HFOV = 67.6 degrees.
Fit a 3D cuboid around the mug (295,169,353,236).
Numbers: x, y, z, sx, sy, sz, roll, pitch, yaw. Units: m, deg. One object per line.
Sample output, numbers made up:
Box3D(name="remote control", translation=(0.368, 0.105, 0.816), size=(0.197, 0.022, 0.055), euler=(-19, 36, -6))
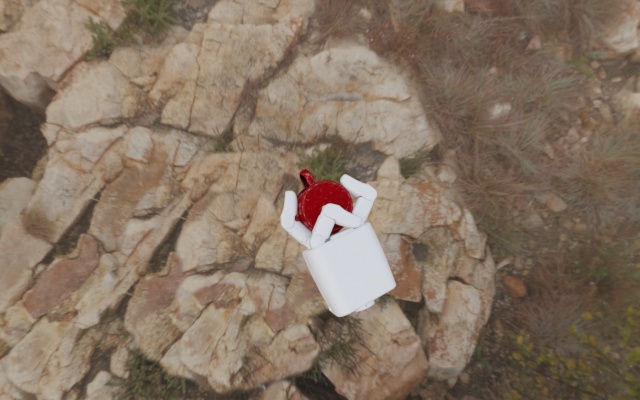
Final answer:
Box3D(name="mug", translation=(0.000, 0.001, 0.760), size=(0.093, 0.117, 0.081), euler=(-26, -2, -10))
